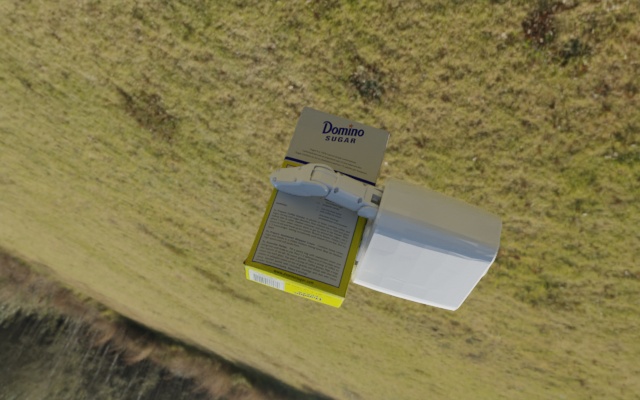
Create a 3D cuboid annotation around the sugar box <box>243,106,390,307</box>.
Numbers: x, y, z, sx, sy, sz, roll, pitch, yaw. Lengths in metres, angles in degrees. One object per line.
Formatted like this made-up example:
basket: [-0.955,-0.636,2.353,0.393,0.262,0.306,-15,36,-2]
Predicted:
sugar box: [0.000,0.002,0.456,0.093,0.176,0.048,18,-27,2]
